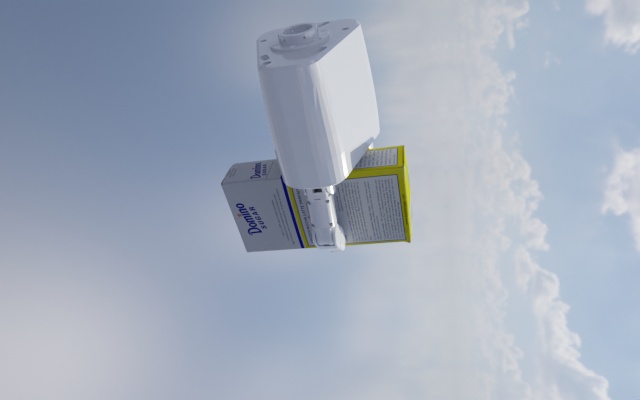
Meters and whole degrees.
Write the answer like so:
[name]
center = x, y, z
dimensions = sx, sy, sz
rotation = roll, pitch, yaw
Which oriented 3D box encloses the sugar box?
[sugar box]
center = 0.000, 0.001, 0.478
dimensions = 0.176, 0.093, 0.048
rotation = -3, 36, 15
